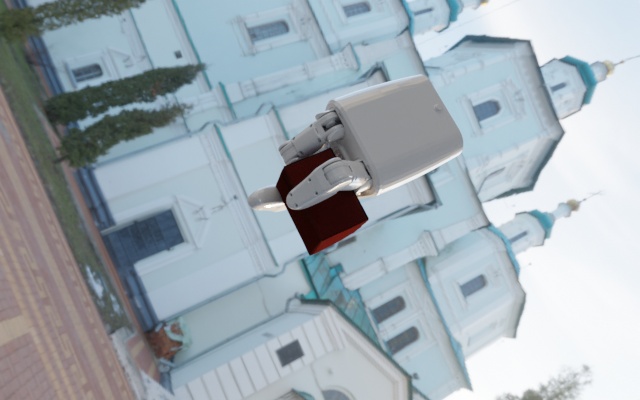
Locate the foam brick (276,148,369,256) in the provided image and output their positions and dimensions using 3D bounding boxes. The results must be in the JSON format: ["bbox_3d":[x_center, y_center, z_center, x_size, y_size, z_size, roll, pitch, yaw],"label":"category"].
[{"bbox_3d":[0.000,0.002,0.443,0.051,0.078,0.053,-23,-12,-20],"label":"foam brick"}]
